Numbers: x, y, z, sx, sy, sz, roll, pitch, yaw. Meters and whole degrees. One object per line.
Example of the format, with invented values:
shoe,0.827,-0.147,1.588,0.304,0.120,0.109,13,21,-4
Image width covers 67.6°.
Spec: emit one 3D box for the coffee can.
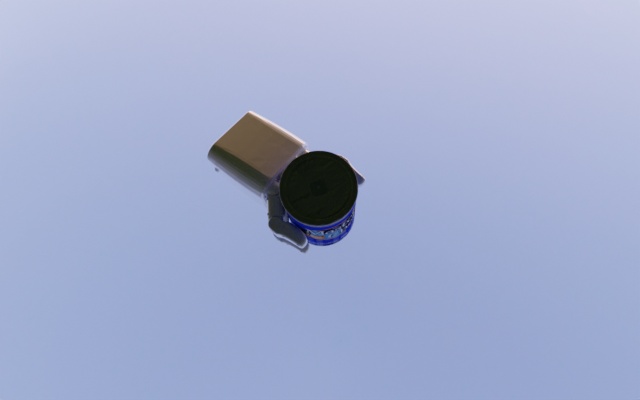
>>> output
coffee can,0.000,0.002,0.681,0.103,0.102,0.140,0,-16,2
